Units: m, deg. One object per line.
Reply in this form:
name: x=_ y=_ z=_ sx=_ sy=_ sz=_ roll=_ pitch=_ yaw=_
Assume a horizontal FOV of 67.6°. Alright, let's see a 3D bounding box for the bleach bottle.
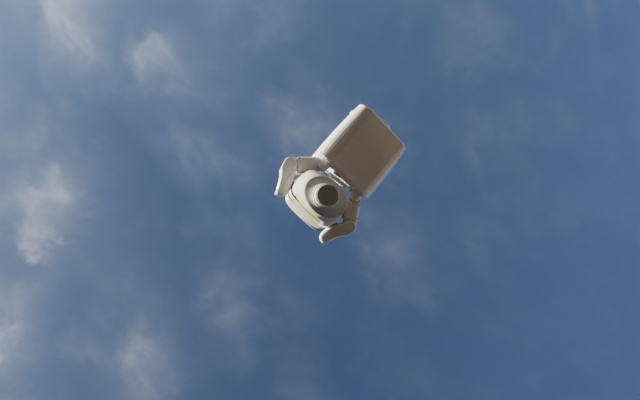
bleach bottle: x=0.000 y=0.002 z=0.735 sx=0.102 sy=0.068 sz=0.251 roll=41 pitch=-6 yaw=-5
